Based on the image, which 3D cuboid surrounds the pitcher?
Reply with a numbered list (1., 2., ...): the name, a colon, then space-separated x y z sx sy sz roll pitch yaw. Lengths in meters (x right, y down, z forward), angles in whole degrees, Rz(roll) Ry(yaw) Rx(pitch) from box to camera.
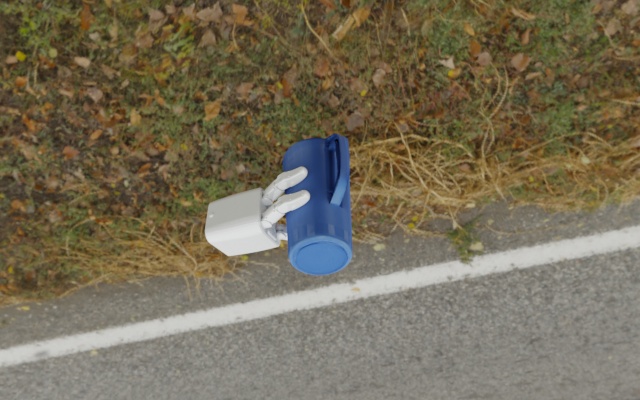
1. pitcher: 0.000 0.003 0.865 0.145 0.242 0.149 -13 -44 10
